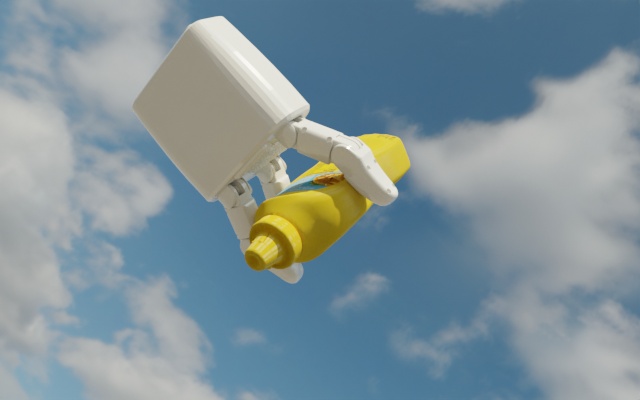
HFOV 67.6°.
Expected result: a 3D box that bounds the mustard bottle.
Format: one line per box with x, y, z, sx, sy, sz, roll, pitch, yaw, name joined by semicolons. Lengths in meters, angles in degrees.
0.000;0.002;0.408;0.096;0.058;0.191;-12;18;37;mustard bottle
